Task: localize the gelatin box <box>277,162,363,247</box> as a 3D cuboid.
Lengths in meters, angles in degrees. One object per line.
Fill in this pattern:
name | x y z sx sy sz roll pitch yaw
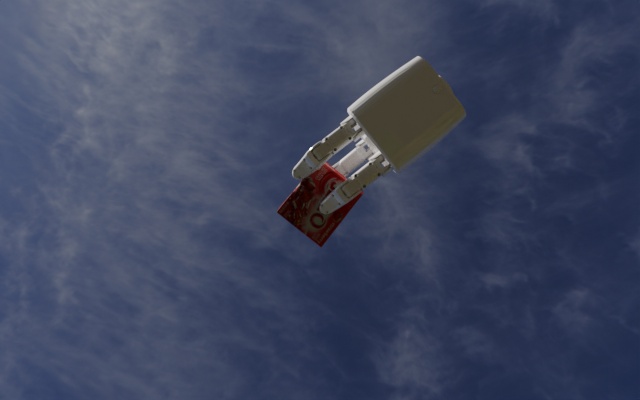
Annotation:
gelatin box | 0.000 0.002 0.608 0.073 0.089 0.030 38 9 0
